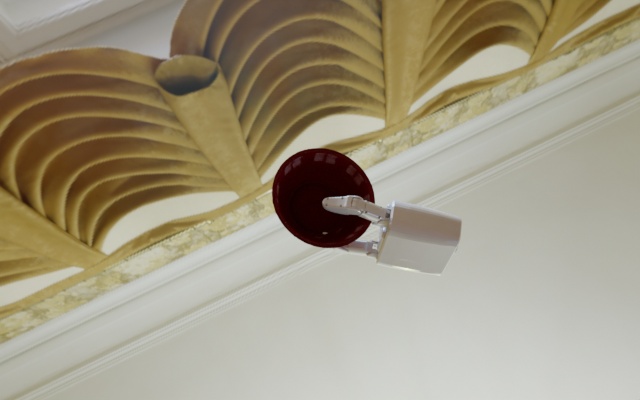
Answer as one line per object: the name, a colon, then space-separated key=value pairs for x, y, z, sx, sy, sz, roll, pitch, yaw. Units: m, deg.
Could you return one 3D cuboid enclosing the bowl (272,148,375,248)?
bowl: x=-0.001 y=0.002 z=0.739 sx=0.162 sy=0.162 sz=0.055 roll=0 pitch=-21 yaw=-17
